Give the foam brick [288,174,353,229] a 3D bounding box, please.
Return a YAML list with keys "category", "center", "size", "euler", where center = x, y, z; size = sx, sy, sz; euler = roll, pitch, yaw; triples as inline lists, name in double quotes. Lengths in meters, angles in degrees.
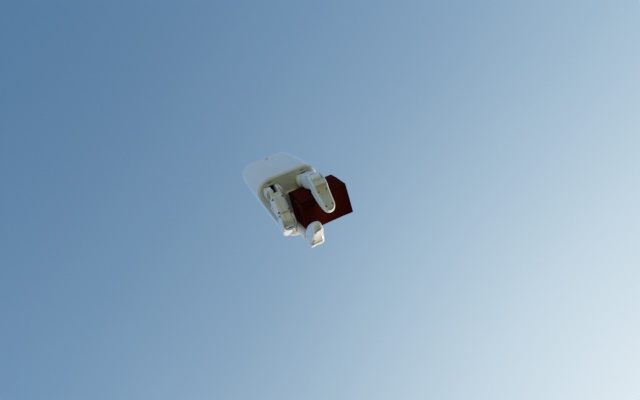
- category: "foam brick"
  center: [0.000, 0.002, 0.730]
  size: [0.078, 0.053, 0.051]
  euler: [-23, 27, -16]
